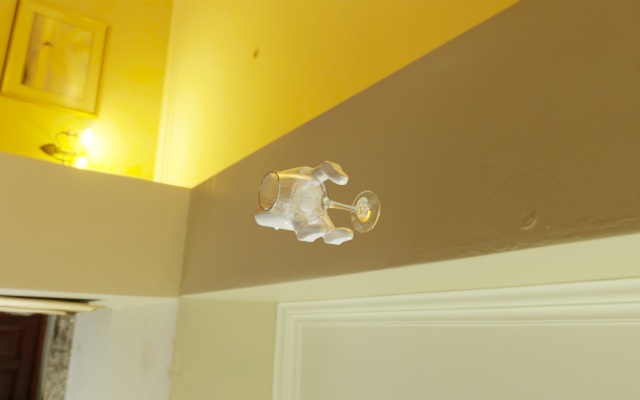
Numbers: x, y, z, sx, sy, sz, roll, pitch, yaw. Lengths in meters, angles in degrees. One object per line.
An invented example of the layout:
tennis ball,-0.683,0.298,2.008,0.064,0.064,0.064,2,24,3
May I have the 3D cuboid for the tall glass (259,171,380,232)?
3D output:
tall glass,0.001,0.003,0.784,0.201,0.079,0.079,12,-7,-36
